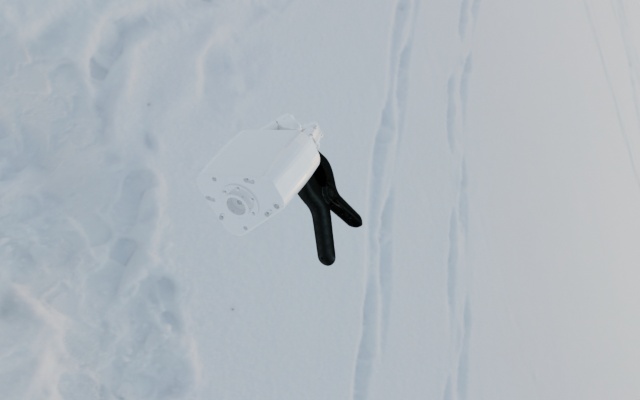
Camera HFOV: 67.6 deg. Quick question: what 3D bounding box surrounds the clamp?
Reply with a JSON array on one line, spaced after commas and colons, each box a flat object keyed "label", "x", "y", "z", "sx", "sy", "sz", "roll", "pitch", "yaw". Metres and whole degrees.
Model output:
[{"label": "clamp", "x": 0.001, "y": 0.002, "z": 0.664, "sx": 0.039, "sy": 0.171, "sz": 0.120, "roll": -19, "pitch": 25, "yaw": 30}]
